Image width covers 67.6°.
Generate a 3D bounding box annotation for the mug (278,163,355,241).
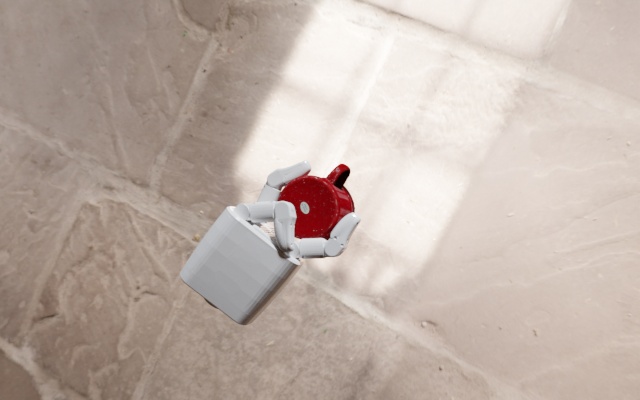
[{"bbox_3d":[0.001,0.001,0.619,0.093,0.117,0.081,39,5,13],"label":"mug"}]
